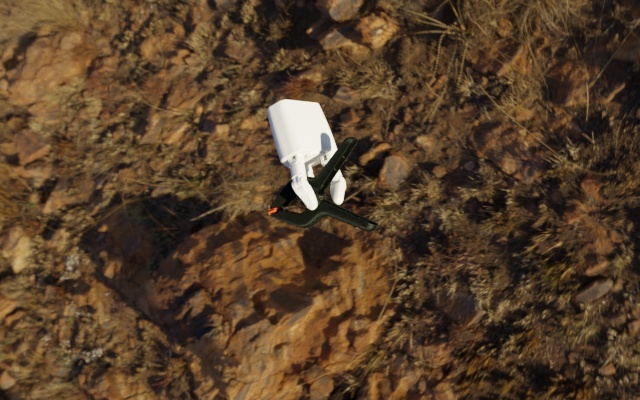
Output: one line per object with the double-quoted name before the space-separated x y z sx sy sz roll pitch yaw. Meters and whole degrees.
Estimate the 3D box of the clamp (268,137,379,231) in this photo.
"clamp" -0.001 0.003 0.846 0.210 0.164 0.036 -25 -14 27
